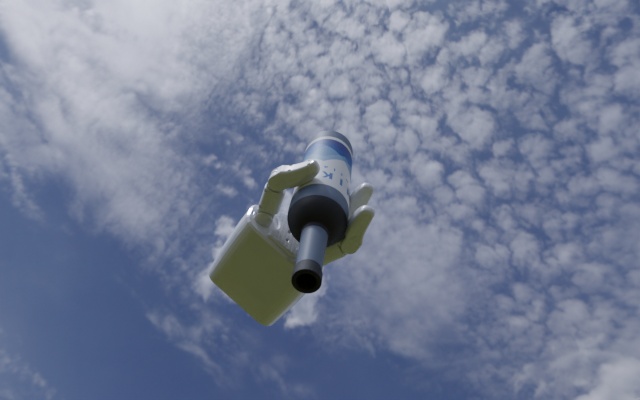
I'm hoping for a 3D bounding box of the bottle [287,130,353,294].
[{"bbox_3d":[0.000,0.002,0.552,0.069,0.069,0.295,0,29,6],"label":"bottle"}]
